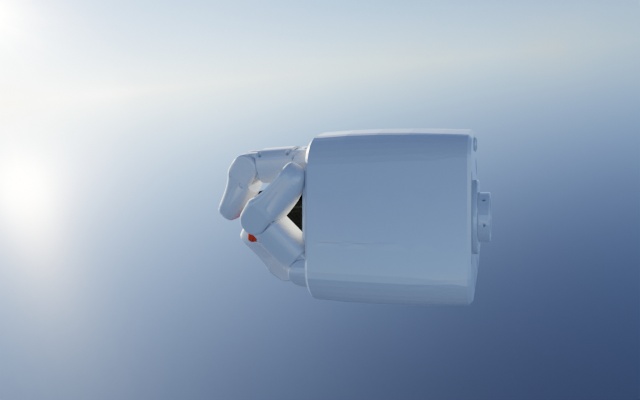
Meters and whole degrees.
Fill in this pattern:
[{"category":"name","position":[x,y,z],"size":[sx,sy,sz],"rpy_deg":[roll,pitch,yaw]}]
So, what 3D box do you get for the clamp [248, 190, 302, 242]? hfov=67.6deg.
[{"category":"clamp","position":[0.000,0.001,0.431],"size":[0.120,0.039,0.171],"rpy_deg":[0,16,21]}]
